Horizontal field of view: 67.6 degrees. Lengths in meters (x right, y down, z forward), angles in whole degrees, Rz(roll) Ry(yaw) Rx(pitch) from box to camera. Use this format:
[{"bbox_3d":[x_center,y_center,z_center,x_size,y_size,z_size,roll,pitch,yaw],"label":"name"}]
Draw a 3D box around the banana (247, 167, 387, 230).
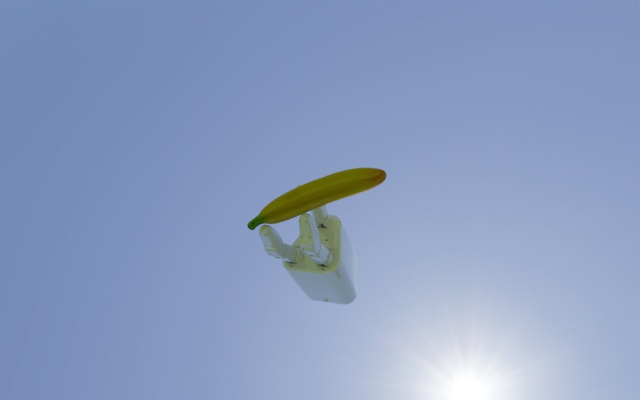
[{"bbox_3d":[-0.003,-0.005,0.655,0.198,0.037,0.069,-23,23,11],"label":"banana"}]
